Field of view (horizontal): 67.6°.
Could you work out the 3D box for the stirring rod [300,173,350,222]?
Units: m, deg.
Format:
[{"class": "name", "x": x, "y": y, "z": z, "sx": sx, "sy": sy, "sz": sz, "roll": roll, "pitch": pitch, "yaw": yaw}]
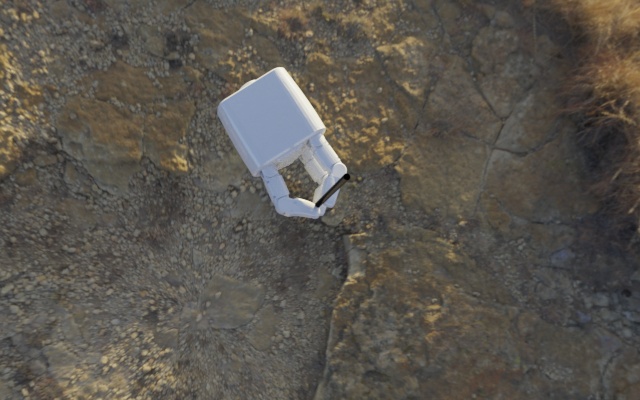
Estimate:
[{"class": "stirring rod", "x": 0.000, "y": 0.002, "z": 0.628, "sx": 0.011, "sy": 0.011, "sz": 0.239, "roll": 0, "pitch": -13, "yaw": -14}]
